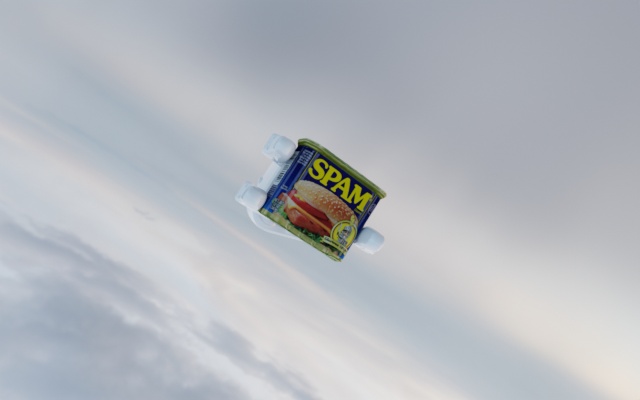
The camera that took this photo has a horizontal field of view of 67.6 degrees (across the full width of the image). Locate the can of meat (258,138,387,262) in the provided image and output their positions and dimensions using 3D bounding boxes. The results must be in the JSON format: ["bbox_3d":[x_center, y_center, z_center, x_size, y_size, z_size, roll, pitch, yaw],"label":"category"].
[{"bbox_3d":[0.000,0.002,0.472,0.102,0.084,0.057,34,-5,-18],"label":"can of meat"}]
